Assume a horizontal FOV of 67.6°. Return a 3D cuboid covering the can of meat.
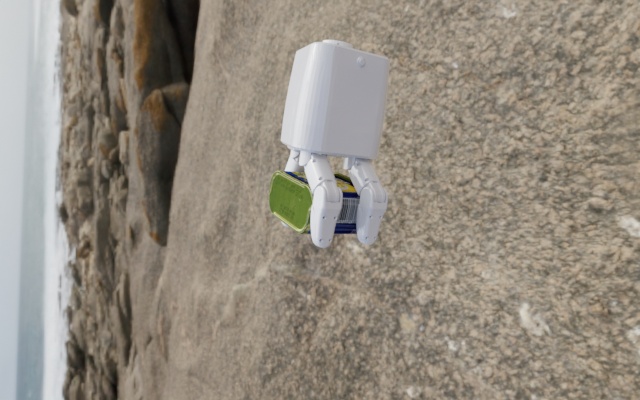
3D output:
[{"bbox_3d":[0.000,0.002,0.528,0.084,0.057,0.102,3,14,-32],"label":"can of meat"}]
